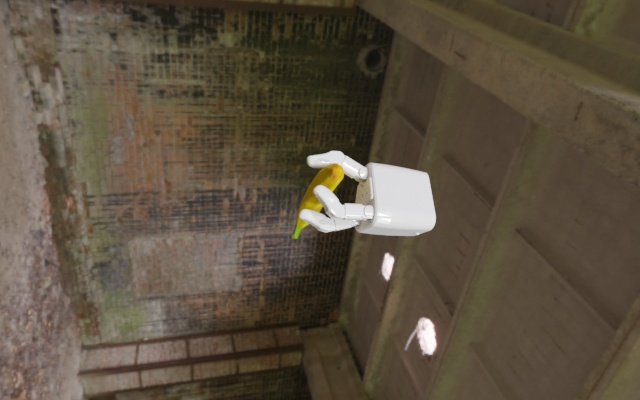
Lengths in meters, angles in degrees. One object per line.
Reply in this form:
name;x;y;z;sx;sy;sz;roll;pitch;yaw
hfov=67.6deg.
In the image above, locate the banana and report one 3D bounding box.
banana;0.000;-0.010;0.797;0.037;0.069;0.198;16;-41;-14
